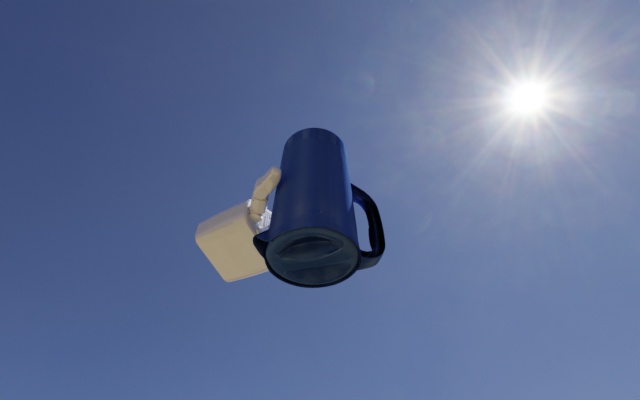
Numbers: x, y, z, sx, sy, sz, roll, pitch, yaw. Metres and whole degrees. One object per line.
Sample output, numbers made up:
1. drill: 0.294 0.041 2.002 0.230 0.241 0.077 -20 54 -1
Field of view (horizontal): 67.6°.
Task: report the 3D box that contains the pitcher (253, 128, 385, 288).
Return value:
1. pitcher: 0.000 0.002 0.729 0.145 0.242 0.149 -24 -50 23
